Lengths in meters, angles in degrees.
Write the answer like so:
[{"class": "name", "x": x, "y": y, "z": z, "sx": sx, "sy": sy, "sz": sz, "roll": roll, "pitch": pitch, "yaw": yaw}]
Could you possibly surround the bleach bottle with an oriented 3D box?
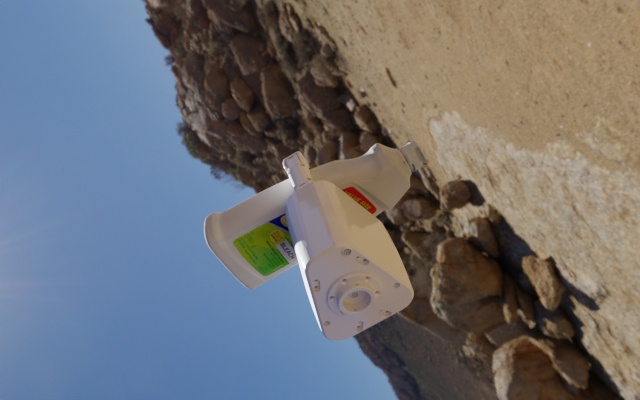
[{"class": "bleach bottle", "x": 0.000, "y": 0.002, "z": 0.544, "sx": 0.251, "sy": 0.103, "sz": 0.068, "roll": -30, "pitch": 32, "yaw": 6}]
